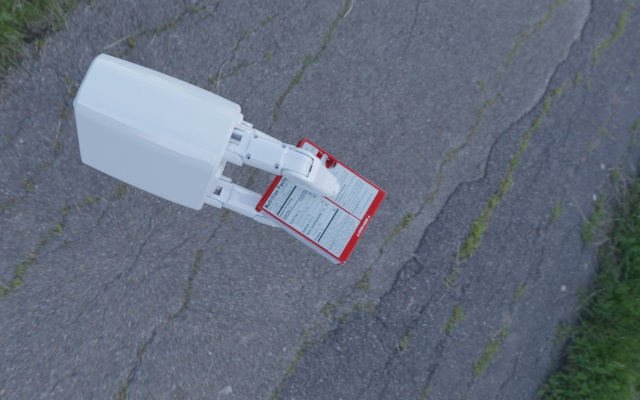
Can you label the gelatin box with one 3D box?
[{"bbox_3d":[0.000,0.001,0.411,0.089,0.073,0.030,33,-14,-6],"label":"gelatin box"}]
